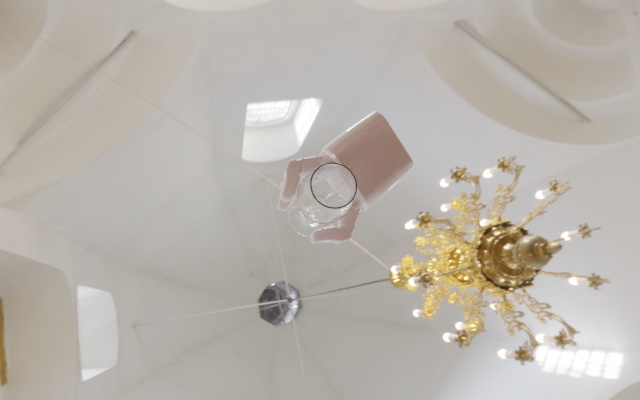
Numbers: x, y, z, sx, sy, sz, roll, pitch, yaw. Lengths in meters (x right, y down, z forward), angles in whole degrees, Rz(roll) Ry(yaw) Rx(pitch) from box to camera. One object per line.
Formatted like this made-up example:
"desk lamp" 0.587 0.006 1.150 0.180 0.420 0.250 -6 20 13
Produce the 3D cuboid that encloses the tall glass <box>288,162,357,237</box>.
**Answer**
"tall glass" 0.000 0.003 0.704 0.079 0.079 0.201 0 -12 -10
